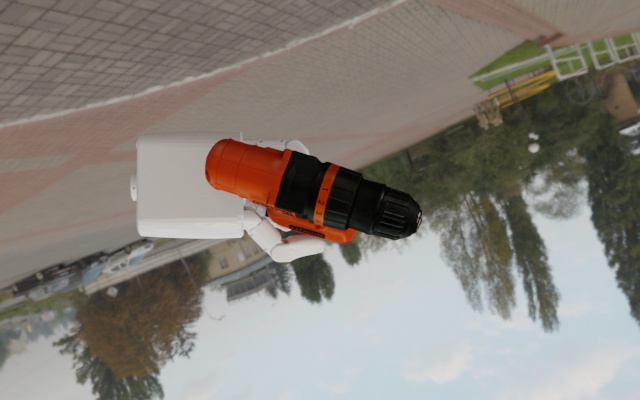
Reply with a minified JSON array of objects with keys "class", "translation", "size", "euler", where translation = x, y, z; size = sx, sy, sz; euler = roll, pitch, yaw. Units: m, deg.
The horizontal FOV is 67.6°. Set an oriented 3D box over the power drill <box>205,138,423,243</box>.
[{"class":"power drill","translation":[0.000,0.002,0.461],"size":[0.184,0.057,0.188],"euler":[18,-8,8]}]
